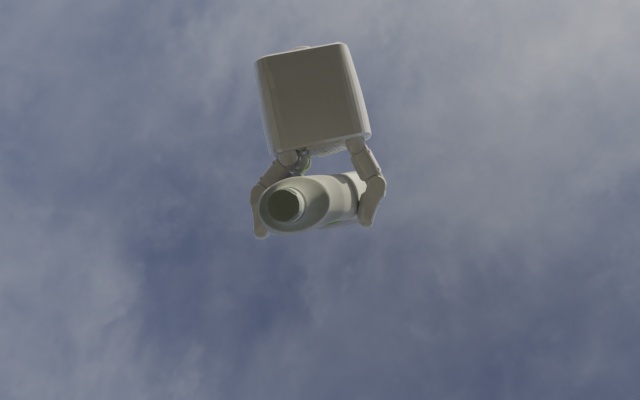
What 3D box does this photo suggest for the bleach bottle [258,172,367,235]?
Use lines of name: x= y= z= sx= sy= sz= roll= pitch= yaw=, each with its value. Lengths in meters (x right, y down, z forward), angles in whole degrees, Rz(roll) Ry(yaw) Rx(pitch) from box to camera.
bleach bottle: x=0.000 y=0.002 z=0.524 sx=0.102 sy=0.068 sz=0.251 roll=-15 pitch=-3 yaw=11
